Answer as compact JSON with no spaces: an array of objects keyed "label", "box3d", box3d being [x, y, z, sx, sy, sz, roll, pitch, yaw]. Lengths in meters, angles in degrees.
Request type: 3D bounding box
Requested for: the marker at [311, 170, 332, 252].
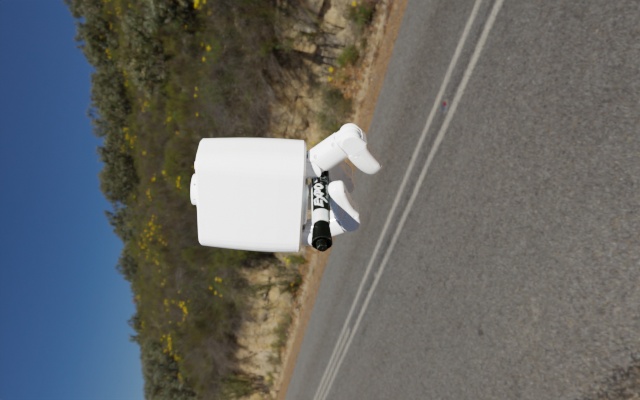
[{"label":"marker","box3d":[0.000,0.001,0.458,0.020,0.020,0.121,0,42,-1]}]
